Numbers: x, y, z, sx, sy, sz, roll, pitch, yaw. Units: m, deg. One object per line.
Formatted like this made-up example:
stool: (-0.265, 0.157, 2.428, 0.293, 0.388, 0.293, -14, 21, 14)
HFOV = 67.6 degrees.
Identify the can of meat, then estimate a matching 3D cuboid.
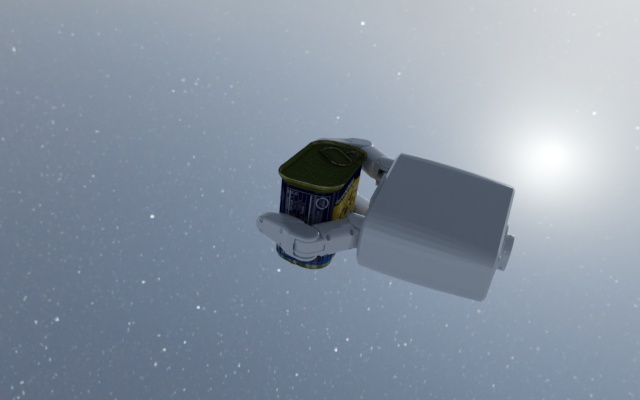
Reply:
can of meat: (0.000, 0.002, 0.438, 0.057, 0.084, 0.102, 16, 29, 16)
